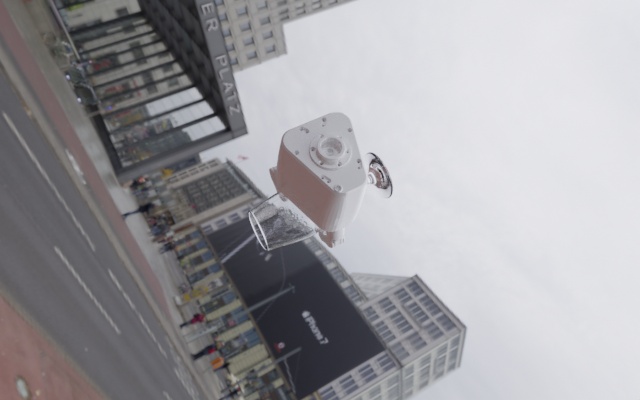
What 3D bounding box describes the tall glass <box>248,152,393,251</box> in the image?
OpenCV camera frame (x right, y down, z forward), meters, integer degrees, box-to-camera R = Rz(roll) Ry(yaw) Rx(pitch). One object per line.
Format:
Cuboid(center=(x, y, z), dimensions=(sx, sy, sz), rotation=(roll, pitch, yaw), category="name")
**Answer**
Cuboid(center=(0.001, 0.002, 0.682), dimensions=(0.201, 0.079, 0.079), rotation=(-25, 7, -16), category="tall glass")
